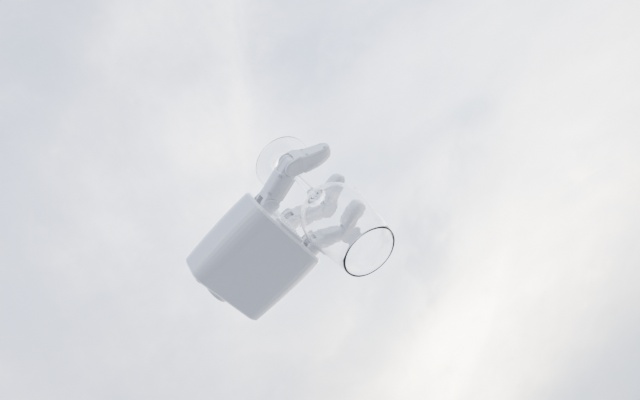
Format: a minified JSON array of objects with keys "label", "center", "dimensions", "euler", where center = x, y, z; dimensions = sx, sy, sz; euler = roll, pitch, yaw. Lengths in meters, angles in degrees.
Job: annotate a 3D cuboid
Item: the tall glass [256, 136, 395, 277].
[{"label":"tall glass","center":[0.000,0.001,0.545],"dimensions":[0.079,0.079,0.201],"euler":[0,30,-35]}]
